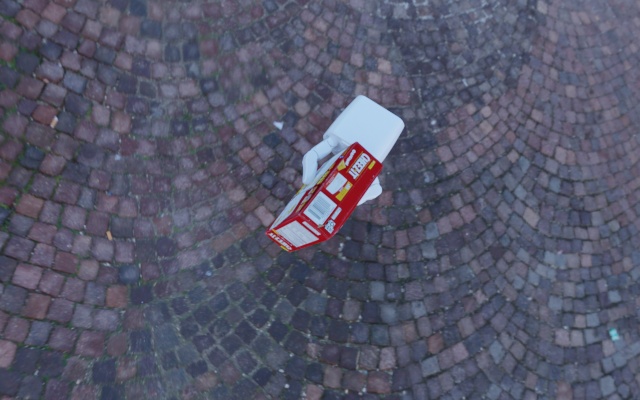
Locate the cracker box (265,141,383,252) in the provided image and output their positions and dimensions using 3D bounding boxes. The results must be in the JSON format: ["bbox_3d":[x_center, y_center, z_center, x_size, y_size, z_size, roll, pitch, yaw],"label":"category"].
[{"bbox_3d":[0.000,0.003,0.842,0.072,0.164,0.214,41,-22,-8],"label":"cracker box"}]
